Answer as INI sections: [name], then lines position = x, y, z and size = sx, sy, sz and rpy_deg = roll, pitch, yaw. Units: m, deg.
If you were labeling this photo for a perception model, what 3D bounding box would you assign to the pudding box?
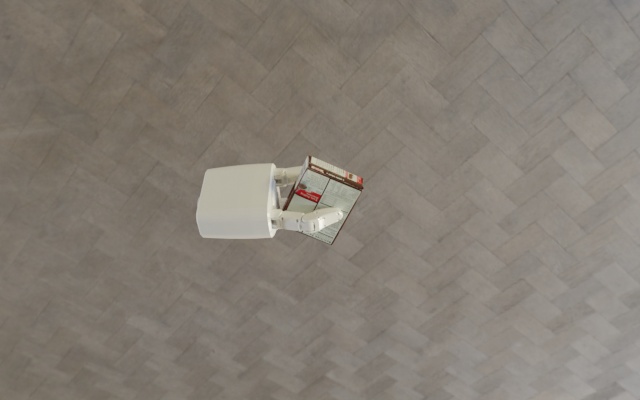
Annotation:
[pudding box]
position = 0.000, 0.002, 0.700
size = 0.090, 0.113, 0.039
rpy_deg = 22, 33, -10
